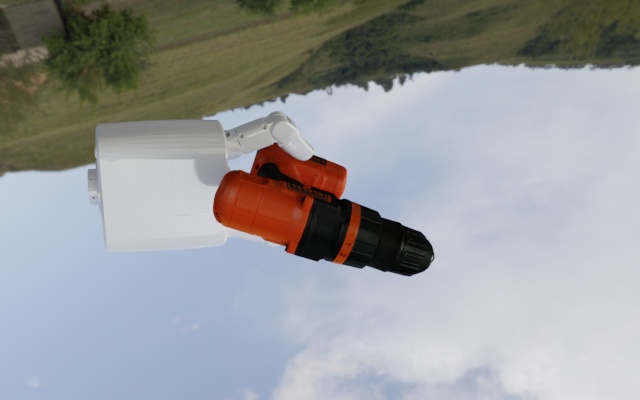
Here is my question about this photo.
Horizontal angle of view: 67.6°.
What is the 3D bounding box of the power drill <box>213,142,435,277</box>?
[{"bbox_3d":[0.000,0.001,0.448,0.184,0.057,0.187,19,12,-11],"label":"power drill"}]
